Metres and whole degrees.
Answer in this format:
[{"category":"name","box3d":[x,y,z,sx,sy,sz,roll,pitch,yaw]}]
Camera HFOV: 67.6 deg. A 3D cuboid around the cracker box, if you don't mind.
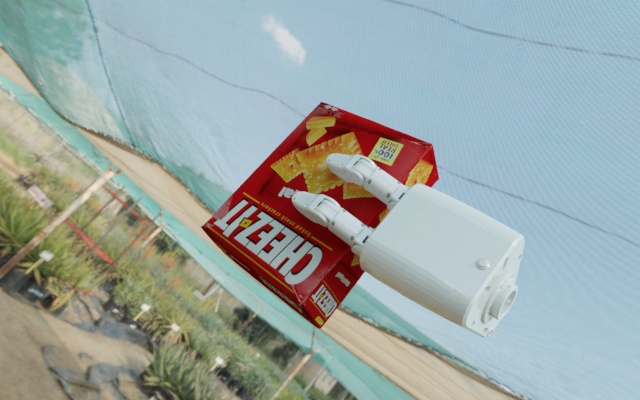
[{"category":"cracker box","box3d":[0.000,0.002,0.526,0.164,0.213,0.072,30,-20,35]}]
